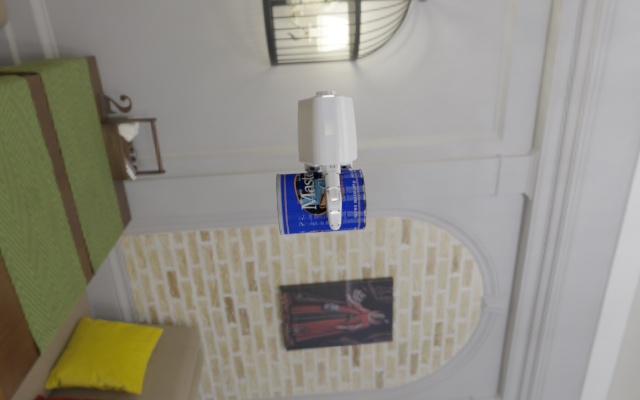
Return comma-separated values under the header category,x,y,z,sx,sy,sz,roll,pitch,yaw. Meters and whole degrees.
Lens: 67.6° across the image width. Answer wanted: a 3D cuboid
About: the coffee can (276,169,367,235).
category,x,y,z,sx,sy,sz,roll,pitch,yaw
coffee can,0.000,0.003,0.795,0.140,0.103,0.103,-3,0,-2
